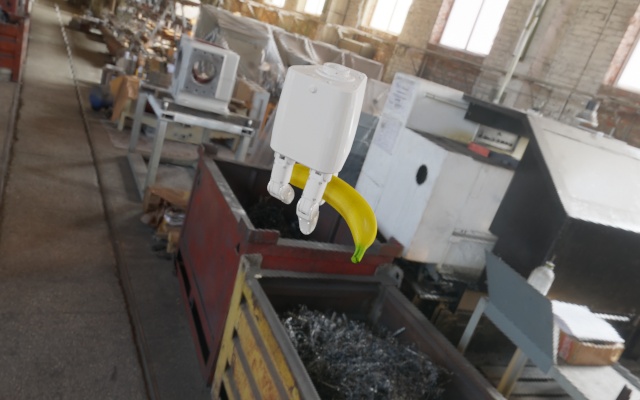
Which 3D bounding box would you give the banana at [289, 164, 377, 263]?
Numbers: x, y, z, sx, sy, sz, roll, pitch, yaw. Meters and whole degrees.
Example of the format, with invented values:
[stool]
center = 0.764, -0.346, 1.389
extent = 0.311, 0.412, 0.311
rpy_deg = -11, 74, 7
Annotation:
[banana]
center = 0.017, -0.001, 0.650
extent = 0.069, 0.037, 0.197
rpy_deg = -19, 48, -30
